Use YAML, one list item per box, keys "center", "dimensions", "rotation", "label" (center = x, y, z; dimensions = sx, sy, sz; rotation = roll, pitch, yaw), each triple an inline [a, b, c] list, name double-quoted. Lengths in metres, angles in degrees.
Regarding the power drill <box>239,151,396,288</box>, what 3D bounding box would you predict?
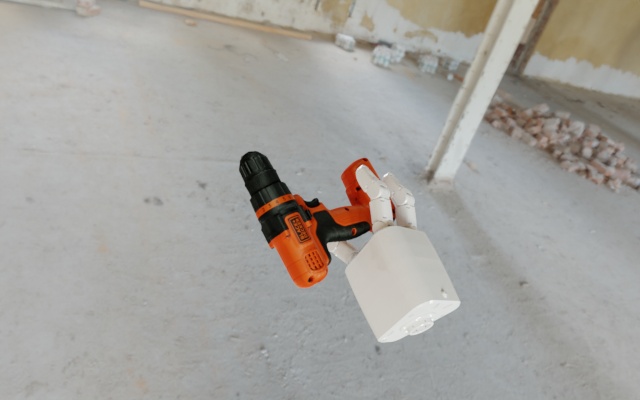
- center: [0.001, 0.002, 0.630]
  dimensions: [0.187, 0.184, 0.057]
  rotation: [-21, -10, -36]
  label: "power drill"
